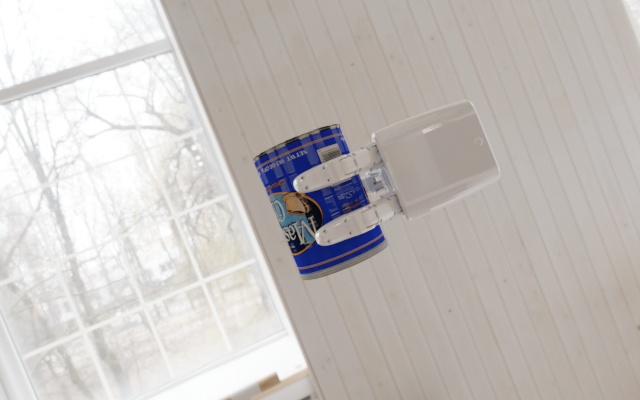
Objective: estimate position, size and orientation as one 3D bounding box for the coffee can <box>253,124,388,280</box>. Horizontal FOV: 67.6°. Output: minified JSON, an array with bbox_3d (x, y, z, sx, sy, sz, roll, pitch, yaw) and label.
[{"bbox_3d":[0.000,0.002,0.521,0.103,0.140,0.103,-22,1,0],"label":"coffee can"}]
